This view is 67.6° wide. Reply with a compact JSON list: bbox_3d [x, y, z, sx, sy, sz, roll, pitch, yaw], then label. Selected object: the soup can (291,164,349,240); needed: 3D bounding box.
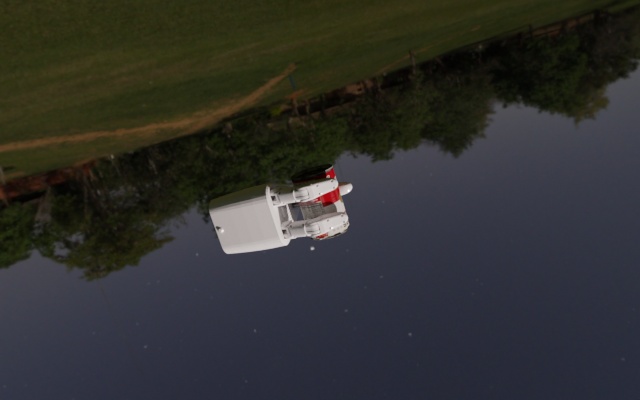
[{"bbox_3d":[0.001,0.003,0.743,0.068,0.102,0.068,-16,13,4],"label":"soup can"}]
